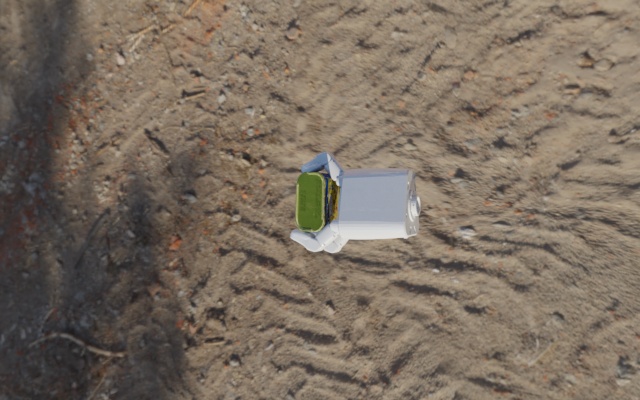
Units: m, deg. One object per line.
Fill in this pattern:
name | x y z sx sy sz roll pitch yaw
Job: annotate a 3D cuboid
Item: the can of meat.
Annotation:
can of meat | 0.000 0.003 0.796 0.057 0.102 0.084 1 -1 25
